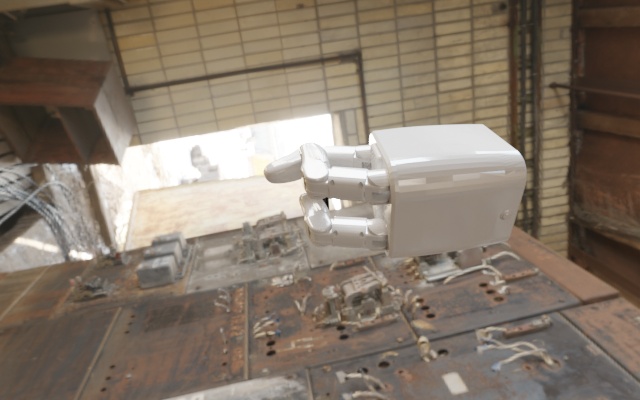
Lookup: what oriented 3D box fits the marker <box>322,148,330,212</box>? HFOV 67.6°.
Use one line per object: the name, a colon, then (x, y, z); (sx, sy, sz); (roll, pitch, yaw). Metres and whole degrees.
marker: (0.000, 0.002, 0.466); (0.020, 0.121, 0.020); (-2, 44, 2)
